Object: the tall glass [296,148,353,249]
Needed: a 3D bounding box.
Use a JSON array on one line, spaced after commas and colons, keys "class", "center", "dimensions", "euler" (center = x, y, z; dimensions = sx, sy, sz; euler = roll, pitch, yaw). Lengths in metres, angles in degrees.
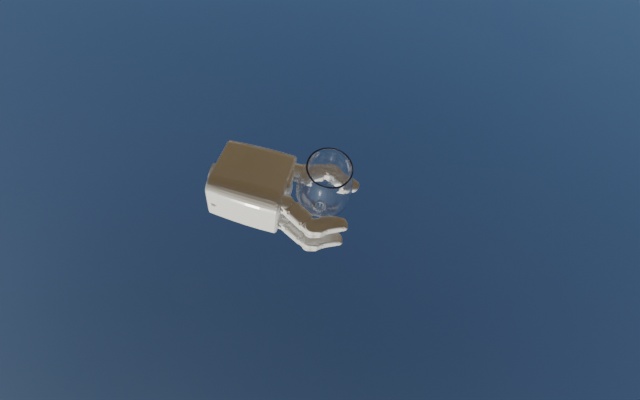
[{"class": "tall glass", "center": [0.000, 0.003, 0.701], "dimensions": [0.079, 0.079, 0.201], "euler": [0, -27, -8]}]
